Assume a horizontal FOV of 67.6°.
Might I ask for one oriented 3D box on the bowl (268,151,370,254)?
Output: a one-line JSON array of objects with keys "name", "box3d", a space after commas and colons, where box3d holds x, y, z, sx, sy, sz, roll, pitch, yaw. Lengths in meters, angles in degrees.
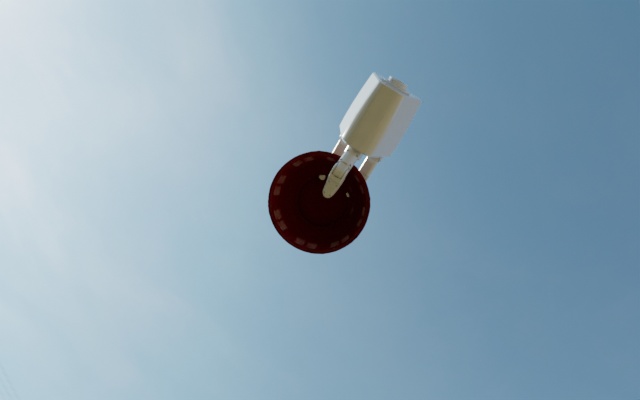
[{"name": "bowl", "box3d": [-0.001, 0.003, 0.769, 0.162, 0.162, 0.055, 0, 2, 8]}]
